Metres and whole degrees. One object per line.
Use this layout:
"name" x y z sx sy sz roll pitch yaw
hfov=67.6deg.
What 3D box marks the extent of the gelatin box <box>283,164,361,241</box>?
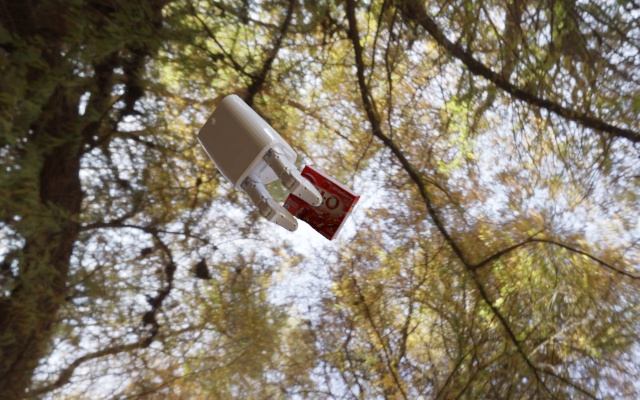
"gelatin box" 0.001 0.002 0.668 0.089 0.073 0.030 34 13 15
